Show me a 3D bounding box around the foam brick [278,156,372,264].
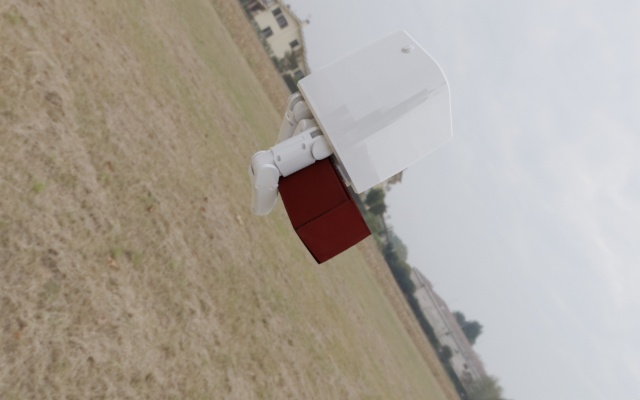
[{"bbox_3d":[0.000,0.002,0.400,0.051,0.078,0.053,-28,-44,4],"label":"foam brick"}]
